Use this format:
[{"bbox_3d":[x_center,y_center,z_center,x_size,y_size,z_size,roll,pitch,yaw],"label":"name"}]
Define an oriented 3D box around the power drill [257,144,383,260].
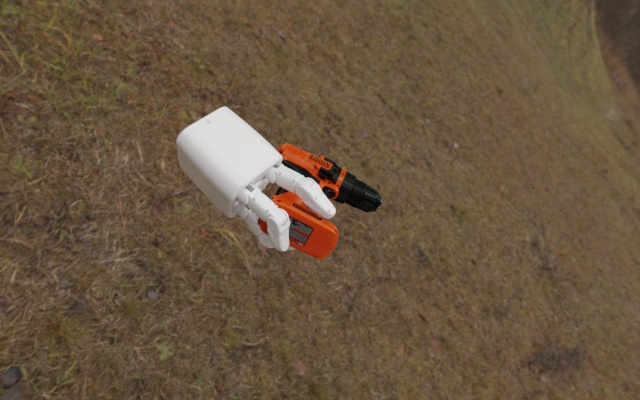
[{"bbox_3d":[0.000,0.002,0.693,0.184,0.057,0.187,25,31,-3],"label":"power drill"}]
